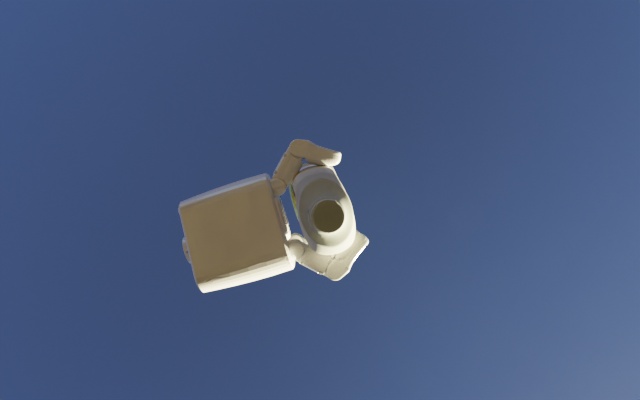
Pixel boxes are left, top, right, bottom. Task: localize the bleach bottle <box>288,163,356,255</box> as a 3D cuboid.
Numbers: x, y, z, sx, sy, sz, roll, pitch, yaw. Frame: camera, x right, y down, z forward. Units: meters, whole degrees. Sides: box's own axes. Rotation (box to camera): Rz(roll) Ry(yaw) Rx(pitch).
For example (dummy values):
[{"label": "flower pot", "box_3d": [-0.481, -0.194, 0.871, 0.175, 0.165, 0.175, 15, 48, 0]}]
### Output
[{"label": "bleach bottle", "box_3d": [0.000, 0.002, 0.533, 0.068, 0.102, 0.251, -16, 2, -2]}]
